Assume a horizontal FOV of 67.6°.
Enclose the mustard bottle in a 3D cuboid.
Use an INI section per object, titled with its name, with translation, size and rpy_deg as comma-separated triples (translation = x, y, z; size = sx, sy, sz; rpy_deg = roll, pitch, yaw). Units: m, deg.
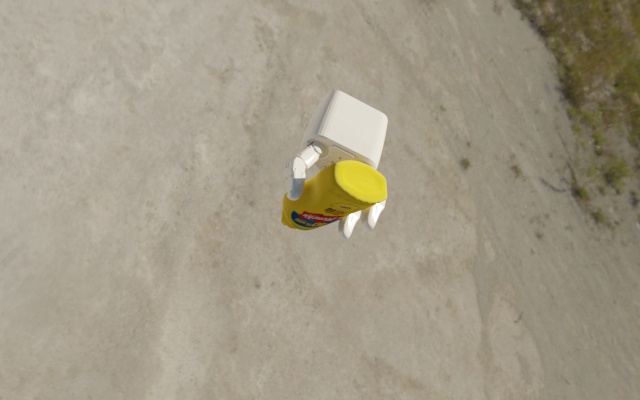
[mustard bottle]
translation = 0.000, 0.003, 0.702
size = 0.096, 0.058, 0.192
rpy_deg = 12, -25, -35
